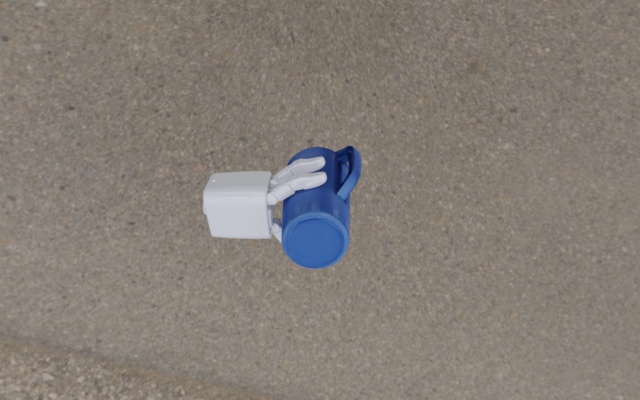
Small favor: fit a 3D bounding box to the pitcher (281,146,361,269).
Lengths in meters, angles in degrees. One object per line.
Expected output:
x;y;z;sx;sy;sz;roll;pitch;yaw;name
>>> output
0.000;0.003;0.843;0.145;0.149;0.242;1;29;0;pitcher
